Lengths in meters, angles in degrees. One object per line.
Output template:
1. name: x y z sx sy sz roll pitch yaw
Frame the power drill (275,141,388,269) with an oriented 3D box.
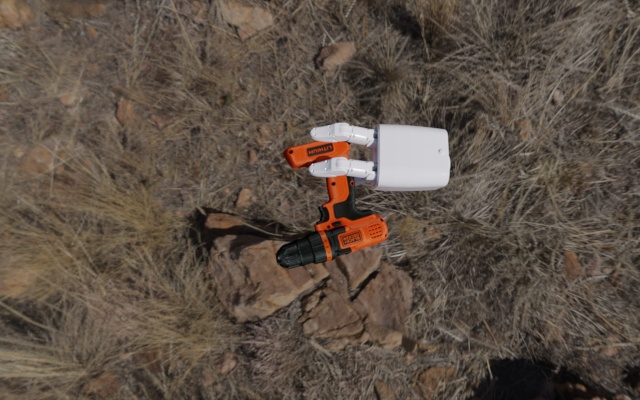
1. power drill: 0.000 0.002 0.756 0.184 0.187 0.057 -16 3 -14
